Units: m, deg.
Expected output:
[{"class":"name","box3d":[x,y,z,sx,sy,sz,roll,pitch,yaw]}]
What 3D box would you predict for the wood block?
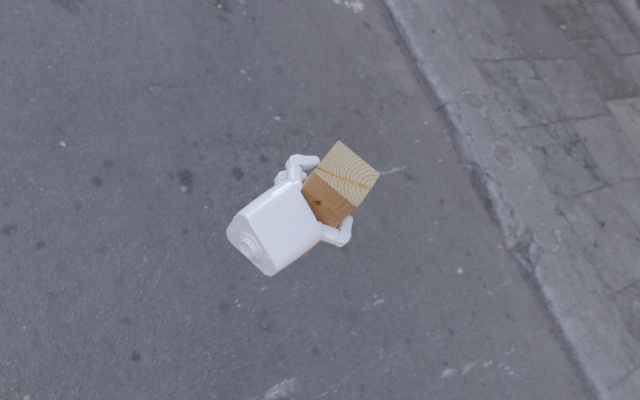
[{"class":"wood block","box3d":[0.000,0.003,0.834,0.090,0.091,0.206,-53,4,-38]}]
